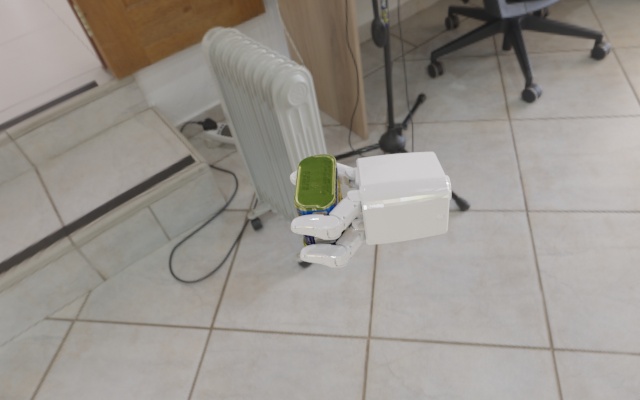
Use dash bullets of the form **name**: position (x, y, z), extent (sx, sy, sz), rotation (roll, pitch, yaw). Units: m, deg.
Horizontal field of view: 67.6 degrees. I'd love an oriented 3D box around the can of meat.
- **can of meat**: position (0.000, 0.002, 0.626), extent (0.057, 0.102, 0.084), rotation (-4, -44, 7)
